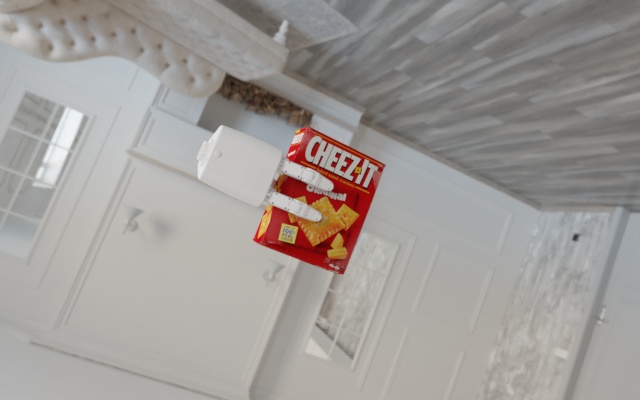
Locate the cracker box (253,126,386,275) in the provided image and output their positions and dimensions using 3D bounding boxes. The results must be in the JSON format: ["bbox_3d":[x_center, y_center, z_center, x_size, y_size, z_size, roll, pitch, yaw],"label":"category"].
[{"bbox_3d":[0.000,0.003,0.834,0.164,0.213,0.072,24,-6,-20],"label":"cracker box"}]
